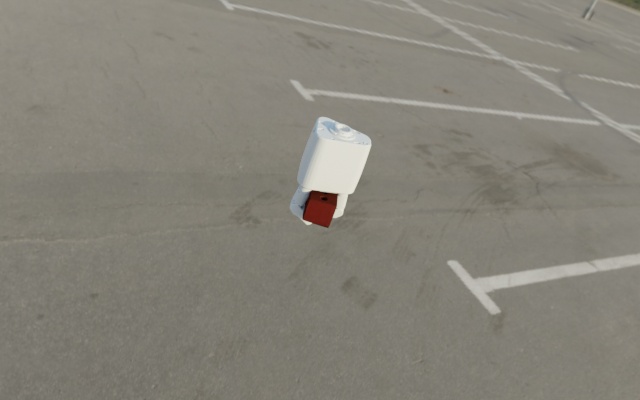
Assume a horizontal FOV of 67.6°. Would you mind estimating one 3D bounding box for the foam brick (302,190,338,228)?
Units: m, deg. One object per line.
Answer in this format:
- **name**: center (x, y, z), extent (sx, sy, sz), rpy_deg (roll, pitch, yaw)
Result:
- **foam brick**: center (0.000, 0.003, 0.894), extent (0.053, 0.051, 0.078), rpy_deg (16, 33, -7)
